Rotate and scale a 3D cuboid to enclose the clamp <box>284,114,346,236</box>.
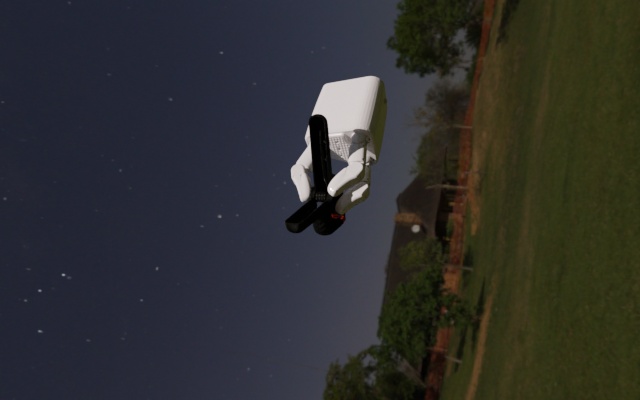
[{"bbox_3d":[-0.001,0.002,0.686,0.036,0.164,0.210,7,-26,17],"label":"clamp"}]
